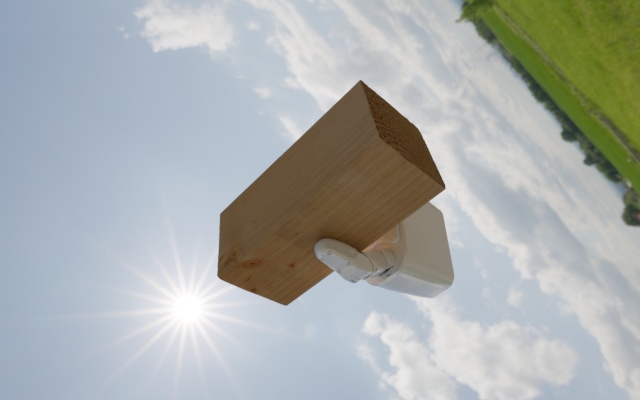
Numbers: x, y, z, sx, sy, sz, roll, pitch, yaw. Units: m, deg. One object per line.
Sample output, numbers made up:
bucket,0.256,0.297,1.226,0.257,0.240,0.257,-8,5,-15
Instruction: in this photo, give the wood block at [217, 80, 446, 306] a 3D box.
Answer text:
wood block,0.000,0.002,0.454,0.090,0.090,0.206,31,-59,-33
